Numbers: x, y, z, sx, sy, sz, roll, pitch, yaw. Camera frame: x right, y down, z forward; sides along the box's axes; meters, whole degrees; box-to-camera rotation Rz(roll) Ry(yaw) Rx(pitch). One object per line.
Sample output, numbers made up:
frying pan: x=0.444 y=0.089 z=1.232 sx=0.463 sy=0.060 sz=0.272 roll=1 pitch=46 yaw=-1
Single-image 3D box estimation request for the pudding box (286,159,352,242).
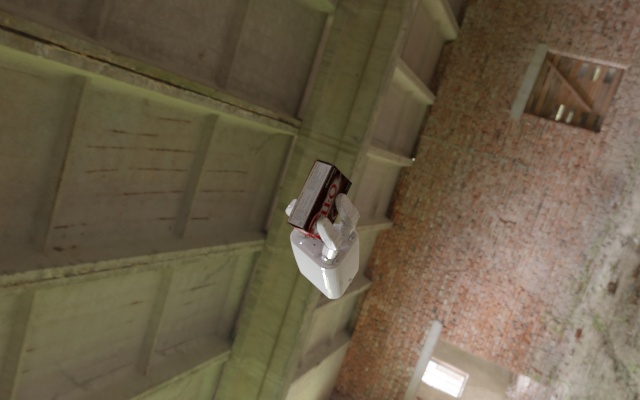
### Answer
pudding box: x=0.000 y=0.002 z=0.758 sx=0.039 sy=0.113 sz=0.090 roll=19 pitch=-8 yaw=26
